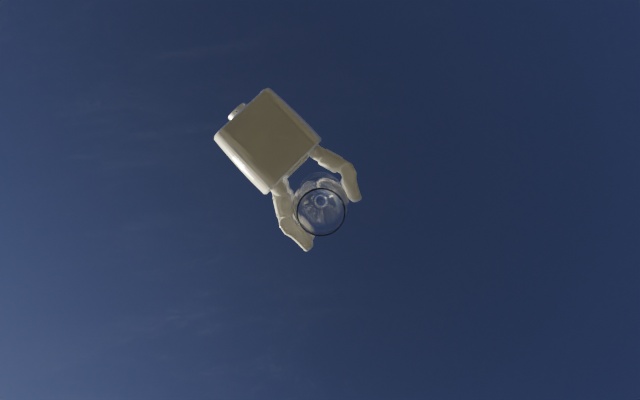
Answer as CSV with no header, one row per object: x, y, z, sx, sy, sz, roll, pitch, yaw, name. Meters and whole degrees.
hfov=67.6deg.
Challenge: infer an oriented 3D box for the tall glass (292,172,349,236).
0.000,0.002,0.694,0.079,0.079,0.201,0,7,0,tall glass
